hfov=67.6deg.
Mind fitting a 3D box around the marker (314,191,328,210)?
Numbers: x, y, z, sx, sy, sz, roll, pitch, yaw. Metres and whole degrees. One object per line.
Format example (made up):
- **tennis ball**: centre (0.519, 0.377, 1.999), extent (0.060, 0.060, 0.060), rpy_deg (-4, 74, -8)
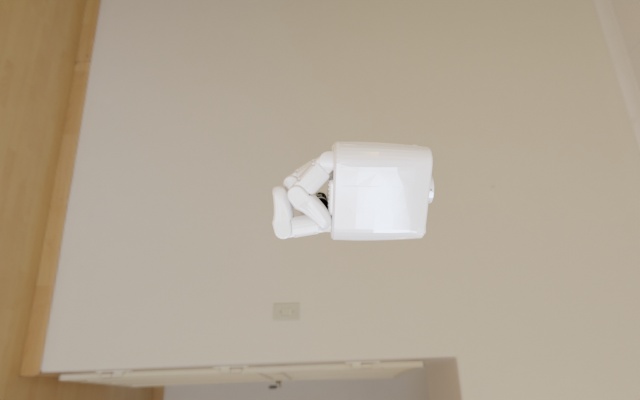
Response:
- **marker**: centre (0.000, 0.002, 0.597), extent (0.020, 0.020, 0.121), rpy_deg (0, 5, -1)
